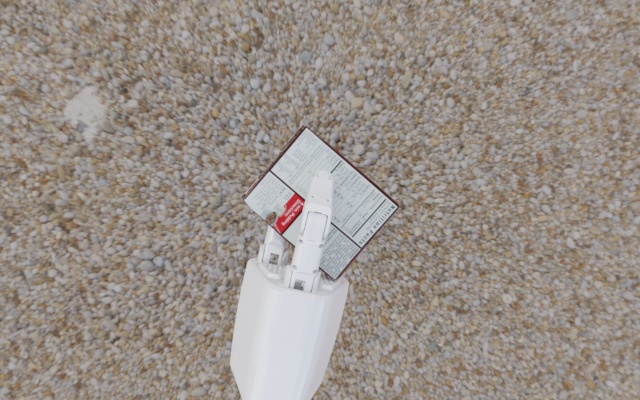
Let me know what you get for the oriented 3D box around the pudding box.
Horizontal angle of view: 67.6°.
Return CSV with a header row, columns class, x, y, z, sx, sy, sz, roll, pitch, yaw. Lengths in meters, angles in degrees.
class,x,y,z,sx,sy,sz,roll,pitch,yaw
pudding box,0.000,0.001,0.425,0.113,0.090,0.039,41,2,-6
